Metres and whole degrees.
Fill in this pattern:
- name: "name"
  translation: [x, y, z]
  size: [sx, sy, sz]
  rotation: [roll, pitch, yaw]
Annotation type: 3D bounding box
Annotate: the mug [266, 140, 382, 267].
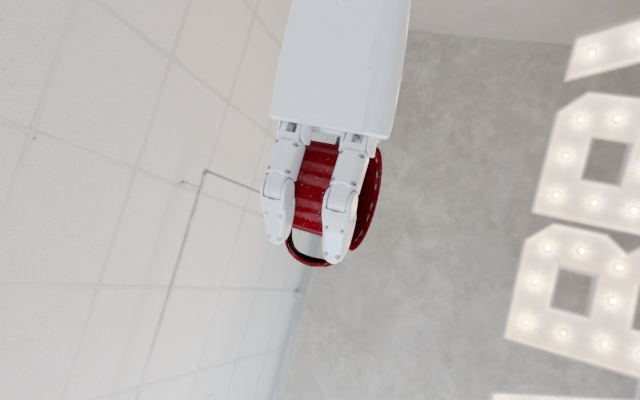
- name: "mug"
  translation: [0.000, 0.003, 0.429]
  size: [0.081, 0.117, 0.093]
  rotation: [14, 7, 19]
